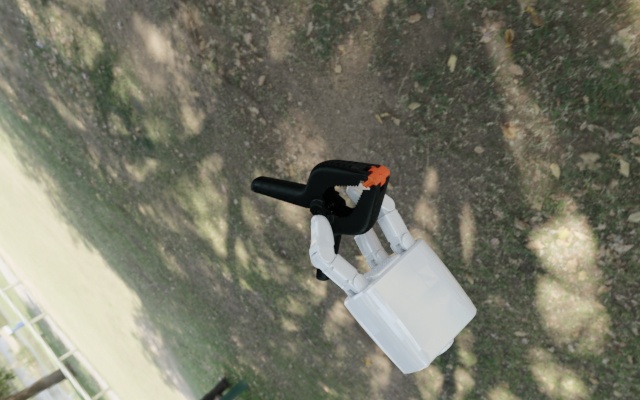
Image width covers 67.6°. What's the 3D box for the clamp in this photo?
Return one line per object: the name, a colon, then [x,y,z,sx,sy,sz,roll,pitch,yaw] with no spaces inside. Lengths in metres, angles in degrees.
clamp: [0.000,0.002,0.566,0.036,0.164,0.210,-40,-3,-38]
